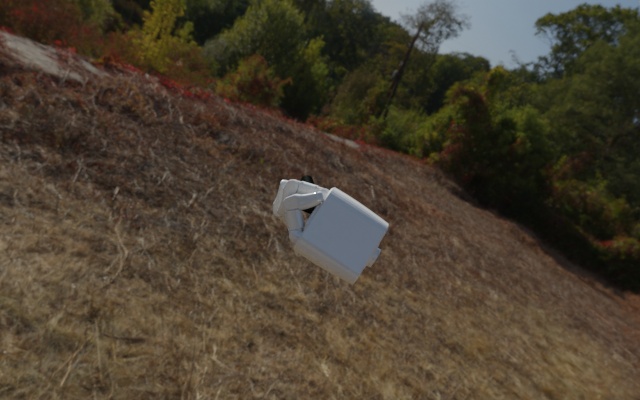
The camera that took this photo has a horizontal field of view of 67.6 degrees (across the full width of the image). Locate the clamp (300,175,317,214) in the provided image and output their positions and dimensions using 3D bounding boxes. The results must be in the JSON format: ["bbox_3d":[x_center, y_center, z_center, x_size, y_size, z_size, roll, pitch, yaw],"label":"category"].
[{"bbox_3d":[0.000,0.002,0.833,0.120,0.039,0.171,31,14,5],"label":"clamp"}]
